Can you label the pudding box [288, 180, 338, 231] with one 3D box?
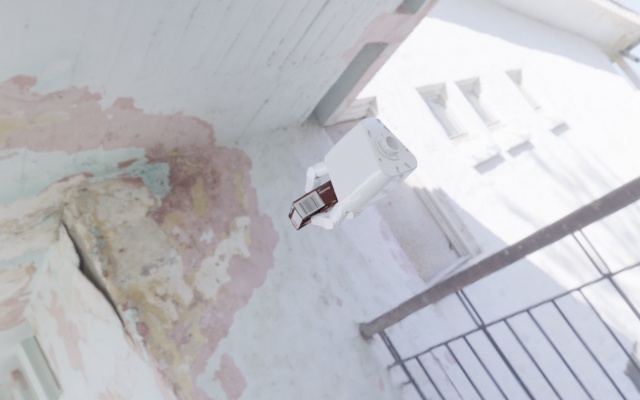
[{"bbox_3d":[0.000,0.003,0.858,0.113,0.039,0.090,-29,-11,-16],"label":"pudding box"}]
